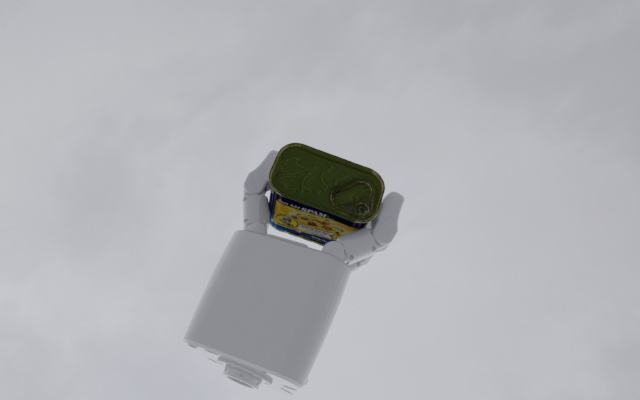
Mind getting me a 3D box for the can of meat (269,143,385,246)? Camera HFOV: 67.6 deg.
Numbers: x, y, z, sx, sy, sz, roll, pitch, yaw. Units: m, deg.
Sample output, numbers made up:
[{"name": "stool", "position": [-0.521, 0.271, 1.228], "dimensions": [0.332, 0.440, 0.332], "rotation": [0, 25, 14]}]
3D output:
[{"name": "can of meat", "position": [0.000, 0.002, 0.458], "dimensions": [0.102, 0.057, 0.084], "rotation": [20, -29, 0]}]
